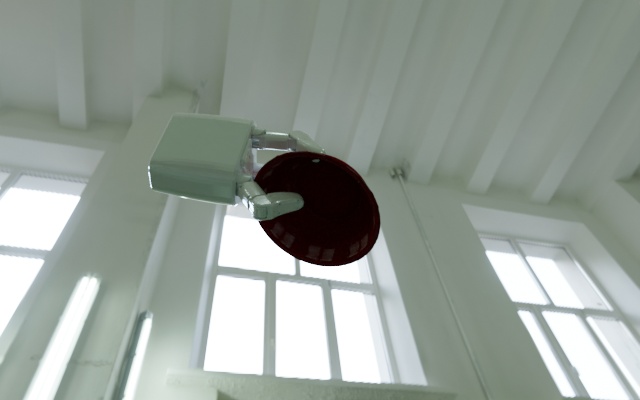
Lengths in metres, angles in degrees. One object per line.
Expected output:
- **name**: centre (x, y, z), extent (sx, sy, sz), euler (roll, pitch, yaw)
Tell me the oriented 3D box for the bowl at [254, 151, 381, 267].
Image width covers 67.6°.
- **bowl**: centre (0.001, 0.002, 0.581), extent (0.162, 0.162, 0.055), euler (0, 32, 23)
